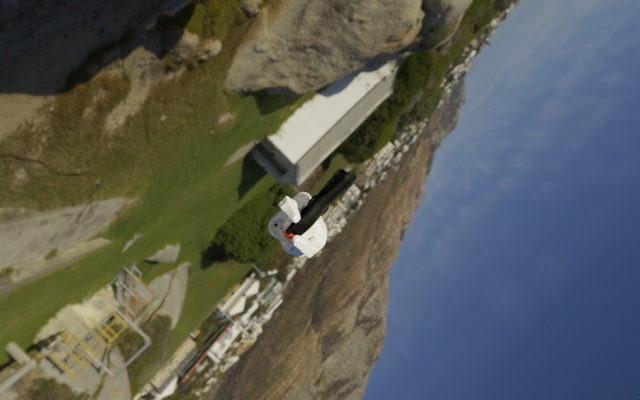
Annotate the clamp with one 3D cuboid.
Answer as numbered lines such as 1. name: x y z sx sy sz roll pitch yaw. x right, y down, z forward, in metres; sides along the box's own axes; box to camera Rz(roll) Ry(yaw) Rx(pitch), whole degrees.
1. clamp: 0.000 0.003 0.890 0.171 0.039 0.120 -44 3 9
